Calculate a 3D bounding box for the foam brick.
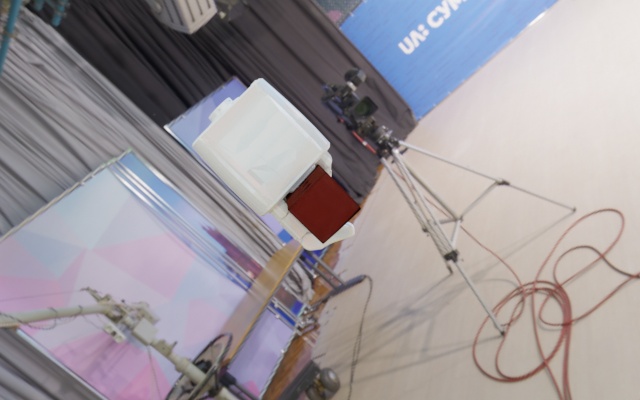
[{"bbox_3d":[0.000,0.002,0.492,0.053,0.051,0.078,-44,11,2],"label":"foam brick"}]
